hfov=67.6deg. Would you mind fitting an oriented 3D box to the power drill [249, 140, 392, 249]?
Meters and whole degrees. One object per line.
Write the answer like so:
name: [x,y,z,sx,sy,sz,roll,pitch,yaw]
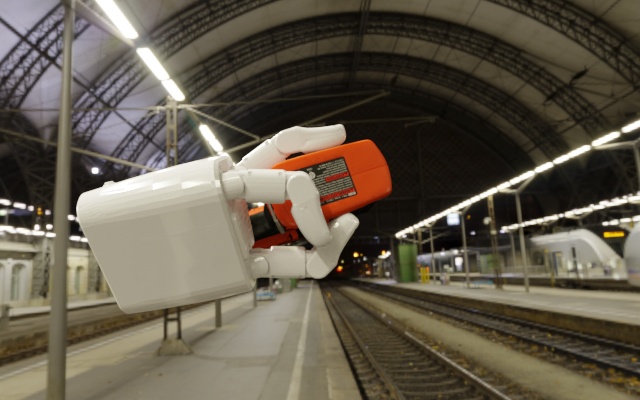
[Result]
power drill: [0.000,0.001,0.477,0.184,0.057,0.188,-20,-9,-19]
